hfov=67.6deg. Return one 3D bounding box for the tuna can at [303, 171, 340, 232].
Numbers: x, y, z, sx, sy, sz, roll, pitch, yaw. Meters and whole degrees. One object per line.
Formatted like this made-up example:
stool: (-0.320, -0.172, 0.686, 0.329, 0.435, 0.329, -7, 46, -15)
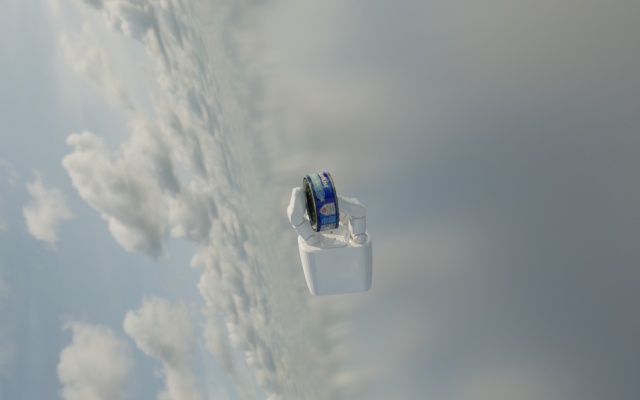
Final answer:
tuna can: (0.000, 0.002, 0.694, 0.034, 0.086, 0.086, -11, 2, -11)
